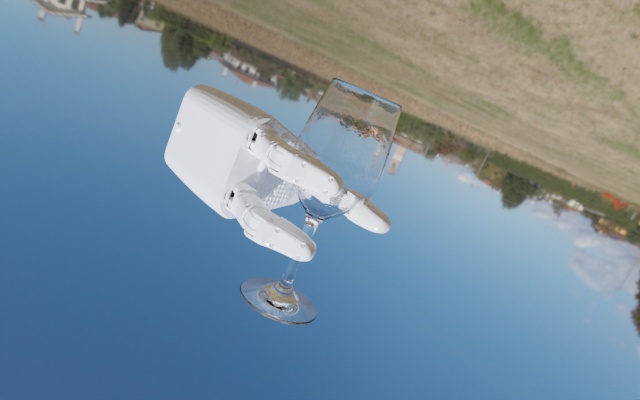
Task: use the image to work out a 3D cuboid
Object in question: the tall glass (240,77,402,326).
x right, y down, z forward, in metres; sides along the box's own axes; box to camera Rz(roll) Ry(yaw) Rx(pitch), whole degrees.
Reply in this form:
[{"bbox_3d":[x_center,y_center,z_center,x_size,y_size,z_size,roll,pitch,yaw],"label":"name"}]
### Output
[{"bbox_3d":[0.000,0.002,0.409,0.079,0.201,0.079,22,13,-5],"label":"tall glass"}]
